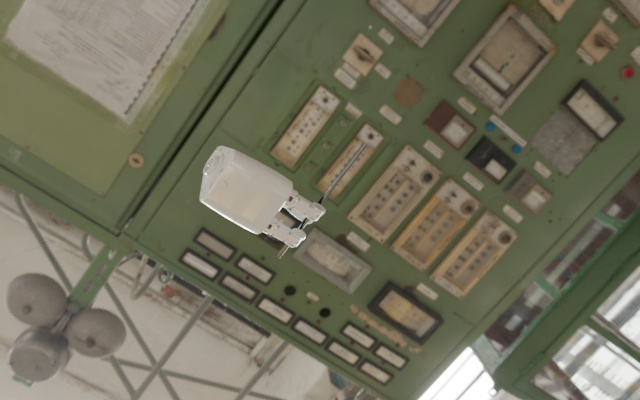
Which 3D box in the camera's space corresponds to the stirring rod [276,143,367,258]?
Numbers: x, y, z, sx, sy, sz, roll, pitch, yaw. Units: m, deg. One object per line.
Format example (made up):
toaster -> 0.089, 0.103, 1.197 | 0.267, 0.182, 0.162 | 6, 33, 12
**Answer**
stirring rod -> 0.000, 0.002, 0.791 | 0.011, 0.239, 0.011 | 36, 11, -8
